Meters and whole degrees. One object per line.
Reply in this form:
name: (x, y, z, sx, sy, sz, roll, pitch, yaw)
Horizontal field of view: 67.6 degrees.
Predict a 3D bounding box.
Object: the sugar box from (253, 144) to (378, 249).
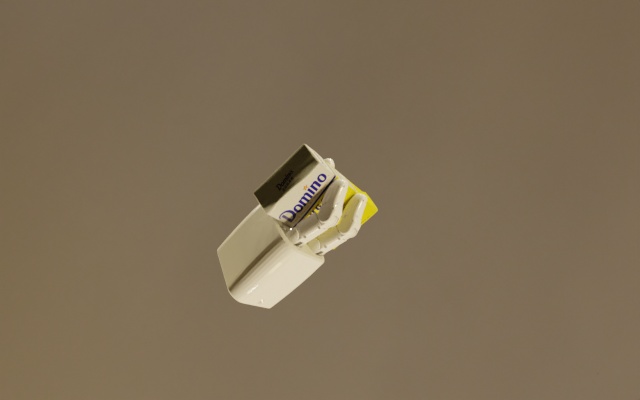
sugar box: (0.000, 0.003, 0.644, 0.048, 0.093, 0.176, 53, 12, 33)
